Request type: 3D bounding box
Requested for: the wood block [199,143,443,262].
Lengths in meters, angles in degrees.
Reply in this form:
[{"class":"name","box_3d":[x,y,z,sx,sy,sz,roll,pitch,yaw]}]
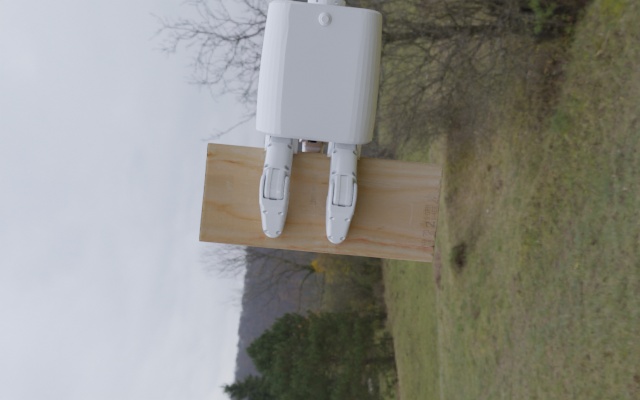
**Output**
[{"class":"wood block","box_3d":[0.000,0.001,0.460,0.206,0.090,0.091,5,2,-1]}]
